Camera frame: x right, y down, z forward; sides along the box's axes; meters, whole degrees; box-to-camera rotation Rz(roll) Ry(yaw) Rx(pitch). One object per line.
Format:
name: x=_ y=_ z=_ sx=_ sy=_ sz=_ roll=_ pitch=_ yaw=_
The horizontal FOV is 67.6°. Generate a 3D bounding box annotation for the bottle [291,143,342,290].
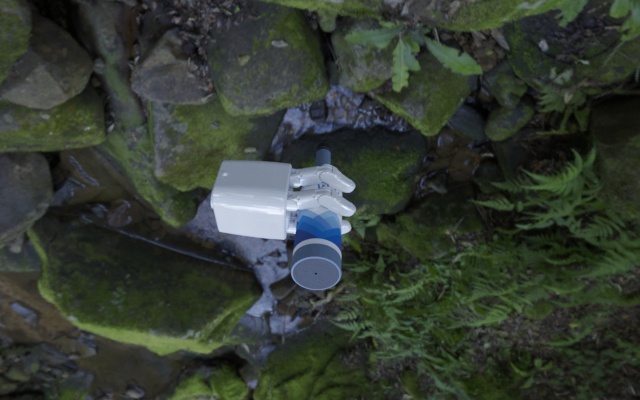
bottle: x=0.000 y=0.003 z=0.741 sx=0.069 sy=0.069 sz=0.295 roll=0 pitch=40 yaw=3
